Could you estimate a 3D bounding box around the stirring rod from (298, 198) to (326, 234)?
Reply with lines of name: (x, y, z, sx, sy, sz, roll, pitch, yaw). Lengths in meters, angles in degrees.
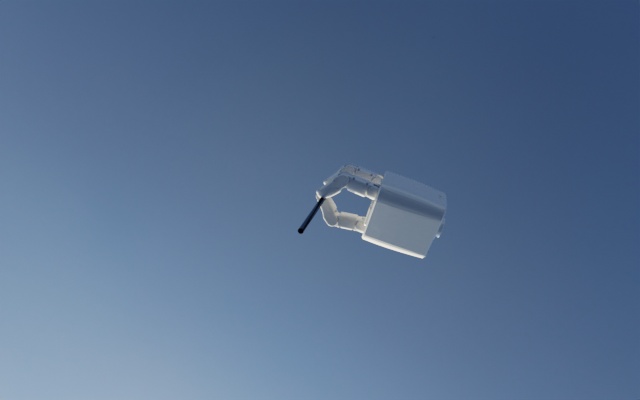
stirring rod: (0.000, 0.003, 0.740, 0.011, 0.011, 0.239, 0, 18, 13)
